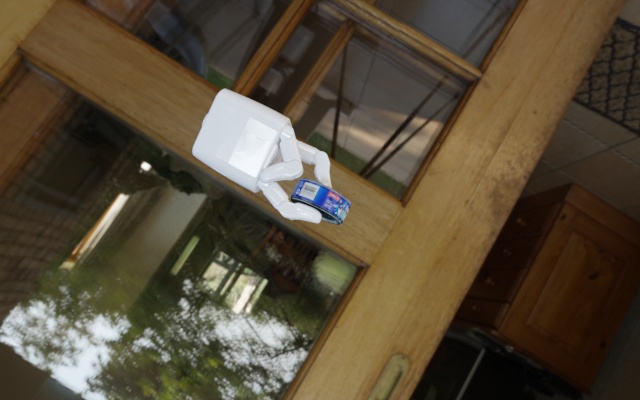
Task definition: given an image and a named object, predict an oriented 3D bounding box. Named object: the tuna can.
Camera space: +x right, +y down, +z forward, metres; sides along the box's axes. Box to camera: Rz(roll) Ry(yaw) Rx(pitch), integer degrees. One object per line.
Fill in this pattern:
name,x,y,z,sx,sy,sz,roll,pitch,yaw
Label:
tuna can,0.000,0.003,0.697,0.086,0.033,0.086,26,-11,5
